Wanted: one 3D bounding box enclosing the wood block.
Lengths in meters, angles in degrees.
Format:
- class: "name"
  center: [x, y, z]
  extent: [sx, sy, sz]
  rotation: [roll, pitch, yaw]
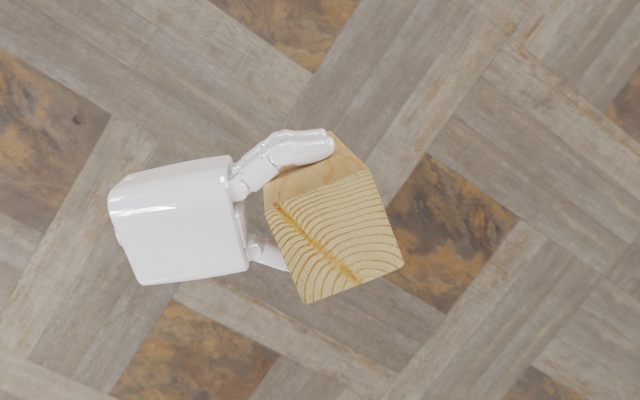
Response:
- class: "wood block"
  center: [0.000, 0.002, 0.469]
  extent: [0.090, 0.091, 0.206]
  rotation: [-22, 18, 0]
